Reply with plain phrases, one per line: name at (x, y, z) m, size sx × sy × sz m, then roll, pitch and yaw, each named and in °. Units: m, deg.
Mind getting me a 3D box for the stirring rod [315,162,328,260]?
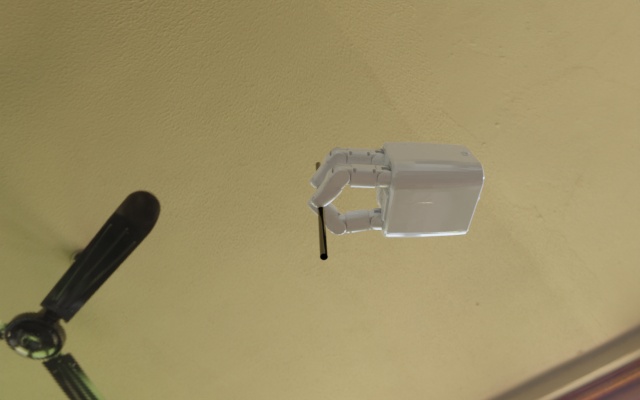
stirring rod at (0.000, 0.002, 0.574) m, size 0.011 × 0.011 × 0.239 m, roll 0°, pitch 26°, yaw -2°
